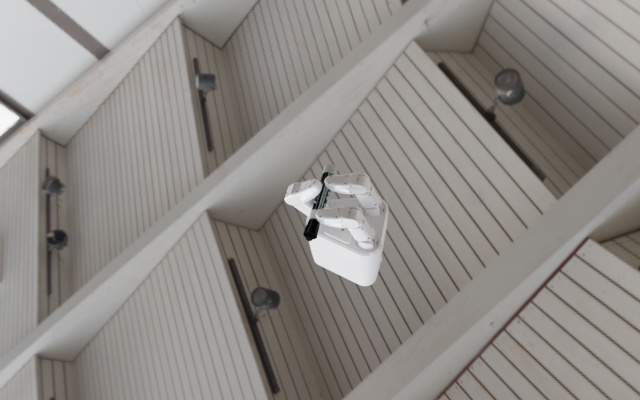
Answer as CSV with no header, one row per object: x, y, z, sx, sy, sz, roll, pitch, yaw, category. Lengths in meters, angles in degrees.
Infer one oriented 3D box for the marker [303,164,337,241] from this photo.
0.000,0.002,0.645,0.020,0.121,0.020,12,-34,8,marker
